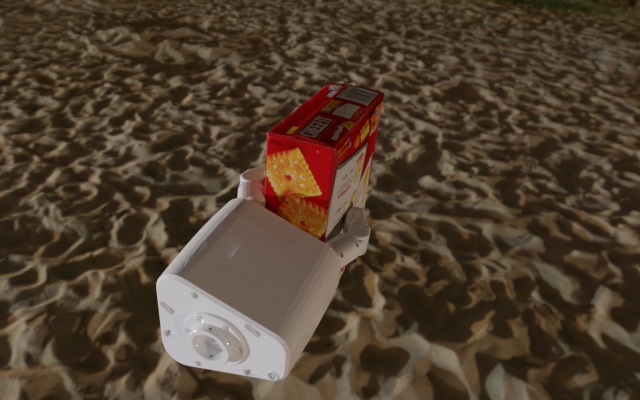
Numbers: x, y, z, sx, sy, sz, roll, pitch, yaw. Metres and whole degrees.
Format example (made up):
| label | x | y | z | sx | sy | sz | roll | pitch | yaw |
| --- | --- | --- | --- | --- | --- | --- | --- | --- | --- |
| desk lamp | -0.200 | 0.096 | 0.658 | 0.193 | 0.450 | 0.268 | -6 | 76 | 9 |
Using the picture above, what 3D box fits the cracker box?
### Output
| label | x | y | z | sx | sy | sz | roll | pitch | yaw |
| --- | --- | --- | --- | --- | --- | --- | --- | --- | --- |
| cracker box | 0.000 | 0.002 | 0.508 | 0.072 | 0.214 | 0.164 | 16 | 34 | 14 |
